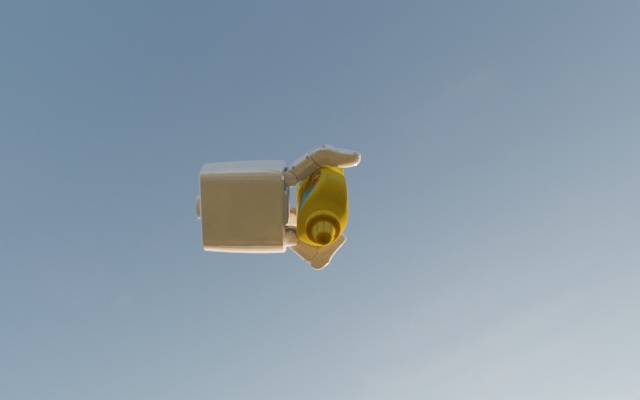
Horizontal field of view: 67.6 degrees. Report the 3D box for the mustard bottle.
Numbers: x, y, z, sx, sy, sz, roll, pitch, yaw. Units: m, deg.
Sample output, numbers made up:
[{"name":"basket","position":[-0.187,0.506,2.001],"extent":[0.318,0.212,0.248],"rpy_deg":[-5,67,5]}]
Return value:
[{"name":"mustard bottle","position":[0.000,0.002,0.607],"extent":[0.058,0.096,0.191],"rpy_deg":[22,22,-11]}]
